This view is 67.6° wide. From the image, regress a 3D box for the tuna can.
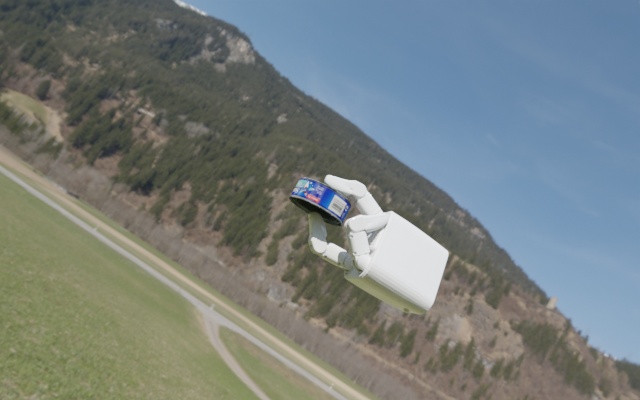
[{"bbox_3d":[0.000,0.002,0.686,0.086,0.033,0.086,27,-12,6],"label":"tuna can"}]
